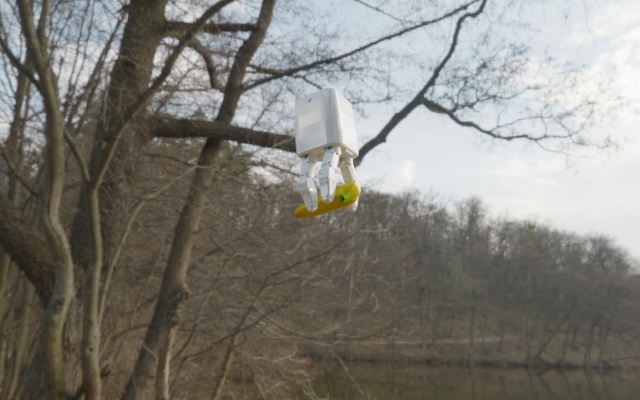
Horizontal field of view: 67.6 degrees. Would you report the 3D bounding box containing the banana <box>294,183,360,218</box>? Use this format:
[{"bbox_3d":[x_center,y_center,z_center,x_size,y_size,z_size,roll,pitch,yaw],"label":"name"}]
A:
[{"bbox_3d":[0.018,0.000,0.861,0.069,0.037,0.198,-9,-7,-27],"label":"banana"}]
